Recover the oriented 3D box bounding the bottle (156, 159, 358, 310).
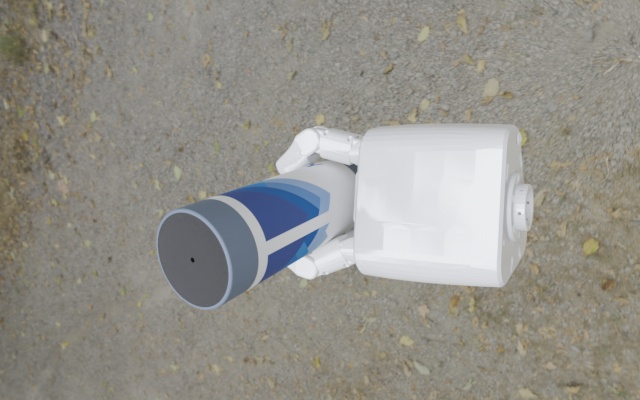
[{"bbox_3d":[0.000,0.001,0.412,0.069,0.069,0.295,0,14,34],"label":"bottle"}]
